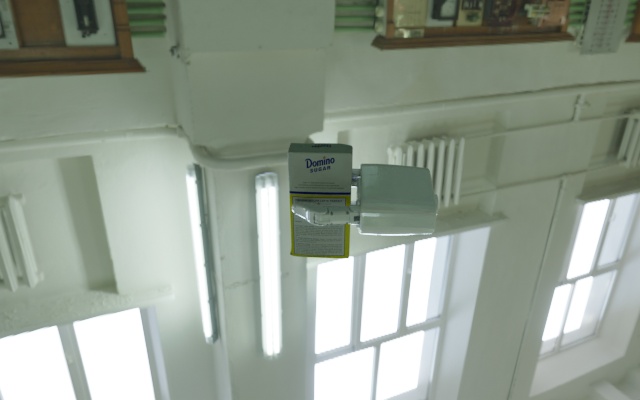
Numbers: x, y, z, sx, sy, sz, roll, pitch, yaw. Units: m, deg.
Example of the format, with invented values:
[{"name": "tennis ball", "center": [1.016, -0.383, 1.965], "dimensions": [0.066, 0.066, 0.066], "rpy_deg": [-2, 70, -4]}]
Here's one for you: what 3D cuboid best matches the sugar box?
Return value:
[{"name": "sugar box", "center": [0.000, 0.002, 0.716], "dimensions": [0.093, 0.176, 0.048], "rpy_deg": [2, 25, 2]}]
